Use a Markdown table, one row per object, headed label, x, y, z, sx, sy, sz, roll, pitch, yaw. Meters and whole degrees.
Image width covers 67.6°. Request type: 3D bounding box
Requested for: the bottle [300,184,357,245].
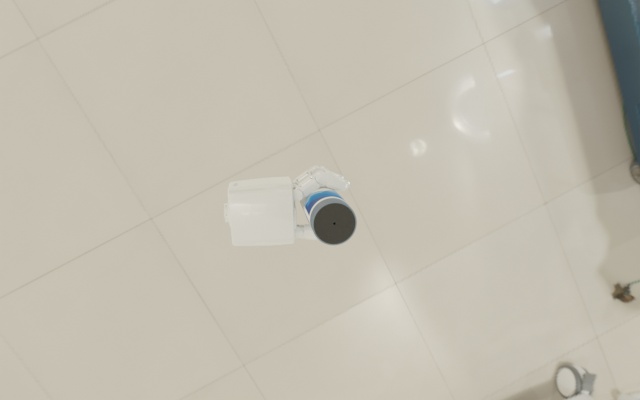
| label | x | y | z | sx | sy | sz | roll | pitch | yaw |
| --- | --- | --- | --- | --- | --- | --- | --- | --- | --- |
| bottle | 0.000 | 0.003 | 0.833 | 0.069 | 0.069 | 0.295 | 0 | 12 | -8 |
